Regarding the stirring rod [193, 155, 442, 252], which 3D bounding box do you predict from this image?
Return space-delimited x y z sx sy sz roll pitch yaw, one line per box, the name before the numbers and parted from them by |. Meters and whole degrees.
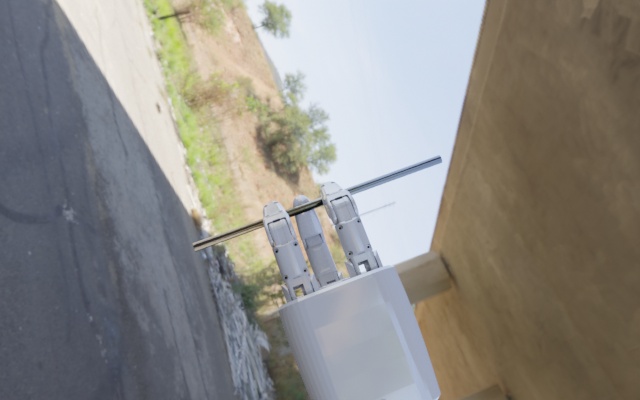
stirring rod | 0.000 0.002 0.438 0.239 0.011 0.011 -20 2 -5
